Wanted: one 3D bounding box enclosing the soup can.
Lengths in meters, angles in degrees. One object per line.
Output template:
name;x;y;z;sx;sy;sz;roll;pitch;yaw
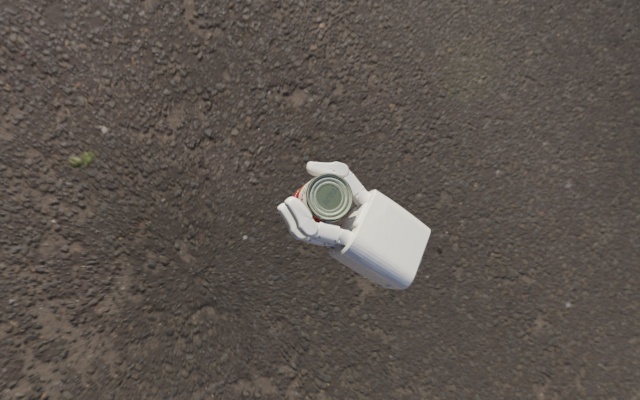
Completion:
soup can;0.000;0.002;0.689;0.068;0.068;0.102;0;-8;-15
